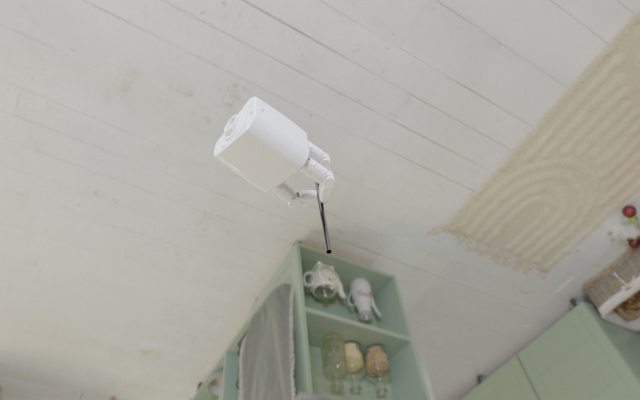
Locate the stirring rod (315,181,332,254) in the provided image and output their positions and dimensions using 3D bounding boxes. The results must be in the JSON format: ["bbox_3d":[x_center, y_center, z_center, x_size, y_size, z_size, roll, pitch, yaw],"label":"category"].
[{"bbox_3d":[0.000,0.003,0.788,0.011,0.011,0.239,0,37,-7],"label":"stirring rod"}]
